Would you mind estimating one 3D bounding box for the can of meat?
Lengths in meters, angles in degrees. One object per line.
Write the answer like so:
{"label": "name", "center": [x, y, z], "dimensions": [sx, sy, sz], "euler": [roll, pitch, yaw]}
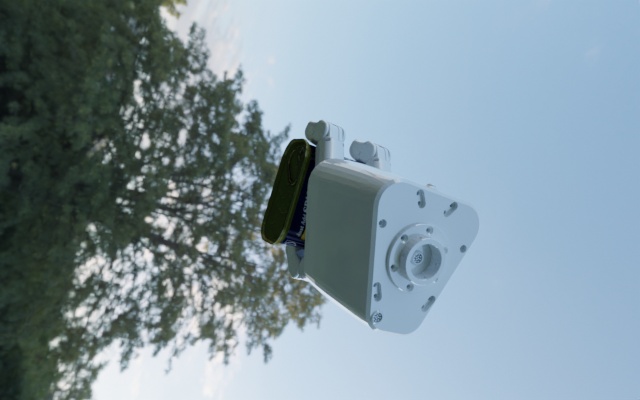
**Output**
{"label": "can of meat", "center": [0.000, 0.002, 0.463], "dimensions": [0.084, 0.102, 0.057], "euler": [17, -2, -25]}
